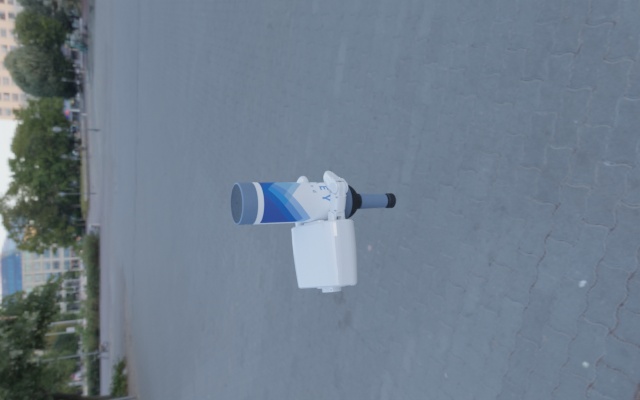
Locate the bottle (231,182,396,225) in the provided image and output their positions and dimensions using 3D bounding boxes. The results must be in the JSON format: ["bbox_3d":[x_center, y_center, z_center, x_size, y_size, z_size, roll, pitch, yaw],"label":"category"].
[{"bbox_3d":[0.000,0.003,0.810,0.296,0.069,0.069,-1,0,-27],"label":"bottle"}]
